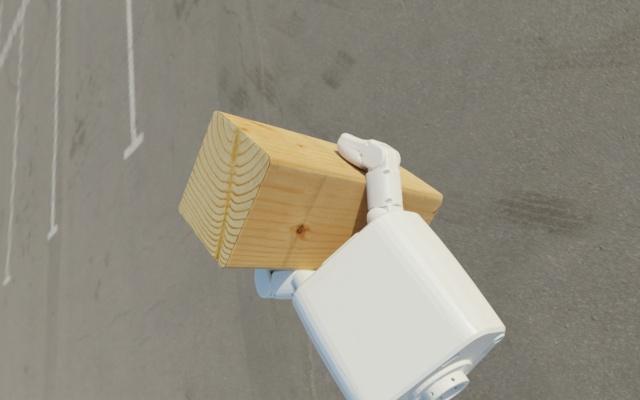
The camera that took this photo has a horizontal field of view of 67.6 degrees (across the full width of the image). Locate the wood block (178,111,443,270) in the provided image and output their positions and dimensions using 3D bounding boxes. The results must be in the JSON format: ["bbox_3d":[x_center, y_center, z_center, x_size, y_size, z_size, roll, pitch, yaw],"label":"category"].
[{"bbox_3d":[0.000,0.001,0.417,0.206,0.091,0.090,9,23,-43],"label":"wood block"}]
